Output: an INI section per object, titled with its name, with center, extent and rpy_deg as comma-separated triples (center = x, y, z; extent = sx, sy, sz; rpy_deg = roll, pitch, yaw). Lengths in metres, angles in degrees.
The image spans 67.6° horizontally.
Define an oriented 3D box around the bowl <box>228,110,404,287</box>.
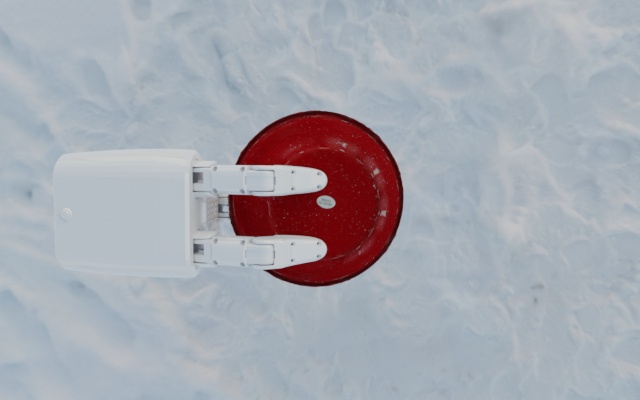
[bowl]
center = 0.001, 0.001, 0.411
extent = 0.162, 0.162, 0.055
rpy_deg = 0, 4, -6
